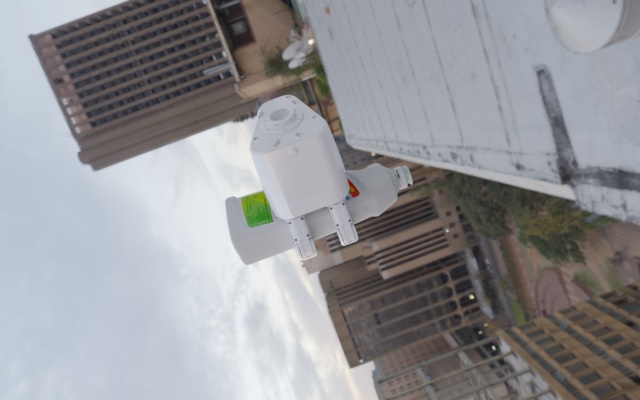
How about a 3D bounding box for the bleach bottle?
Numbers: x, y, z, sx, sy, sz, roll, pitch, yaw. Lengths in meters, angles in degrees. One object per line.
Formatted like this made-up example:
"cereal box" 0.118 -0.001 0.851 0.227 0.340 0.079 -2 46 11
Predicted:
"bleach bottle" 0.000 0.002 0.654 0.251 0.068 0.102 -20 43 -1
